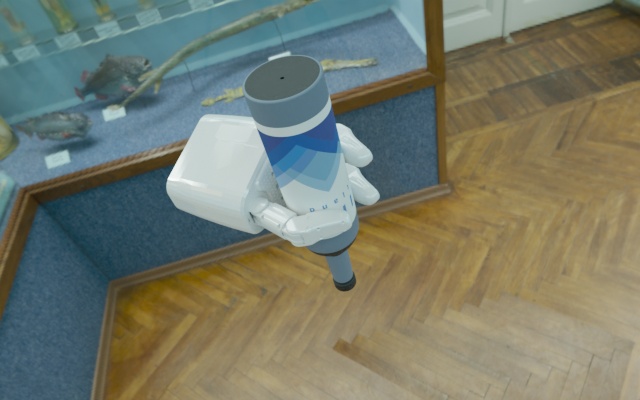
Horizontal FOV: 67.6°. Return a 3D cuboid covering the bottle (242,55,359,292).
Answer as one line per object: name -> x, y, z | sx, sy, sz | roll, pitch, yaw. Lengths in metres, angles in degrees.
bottle -> 0.000, 0.001, 0.482 | 0.069, 0.069, 0.296 | 0, -42, 16
